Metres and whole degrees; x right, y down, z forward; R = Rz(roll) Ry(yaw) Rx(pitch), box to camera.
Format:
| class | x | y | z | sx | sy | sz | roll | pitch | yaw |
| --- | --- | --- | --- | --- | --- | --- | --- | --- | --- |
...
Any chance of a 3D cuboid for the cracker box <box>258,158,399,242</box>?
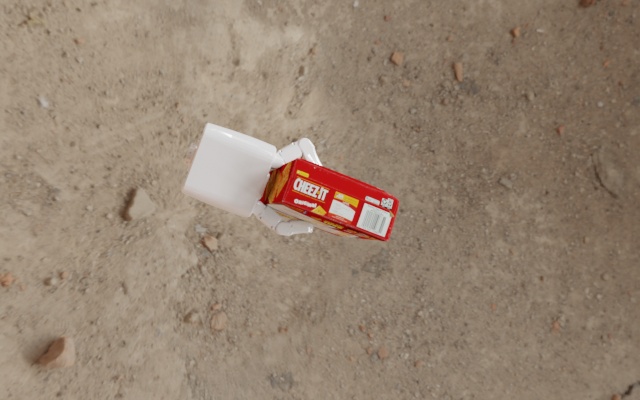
| class | x | y | z | sx | sy | sz | roll | pitch | yaw |
| --- | --- | --- | --- | --- | --- | --- | --- | --- | --- |
| cracker box | 0.000 | 0.003 | 0.741 | 0.164 | 0.072 | 0.213 | 21 | -7 | -16 |
